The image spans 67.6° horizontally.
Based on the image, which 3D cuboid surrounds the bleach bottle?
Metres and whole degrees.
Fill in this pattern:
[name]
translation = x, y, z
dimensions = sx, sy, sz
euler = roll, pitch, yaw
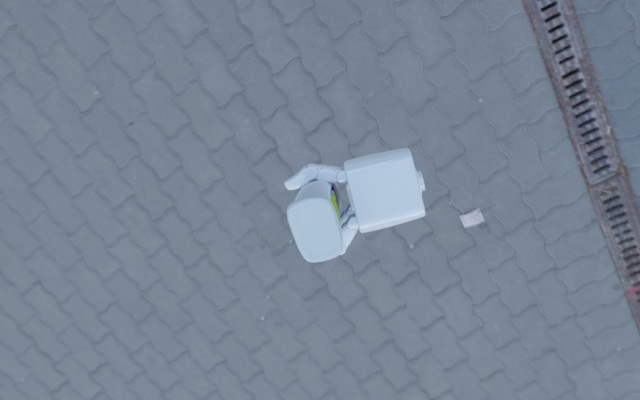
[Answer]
[bleach bottle]
translation = 0.000, 0.003, 0.782
dimensions = 0.068, 0.102, 0.250
euler = -15, 18, 8
